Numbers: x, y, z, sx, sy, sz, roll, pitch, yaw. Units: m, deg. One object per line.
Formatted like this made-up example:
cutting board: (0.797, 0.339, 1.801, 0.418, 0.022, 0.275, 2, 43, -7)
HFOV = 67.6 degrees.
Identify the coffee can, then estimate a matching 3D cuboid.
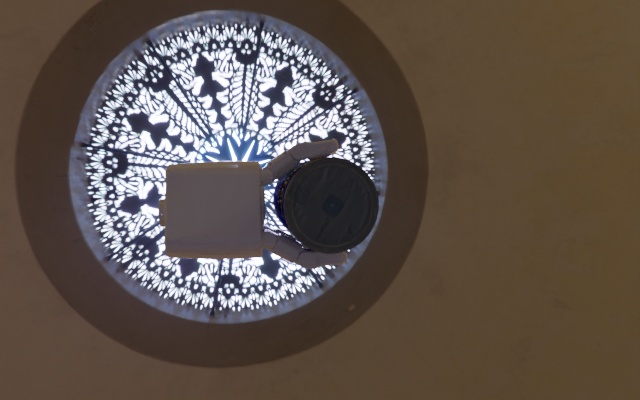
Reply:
coffee can: (0.000, 0.002, 0.571, 0.103, 0.103, 0.140, 0, 3, -10)
